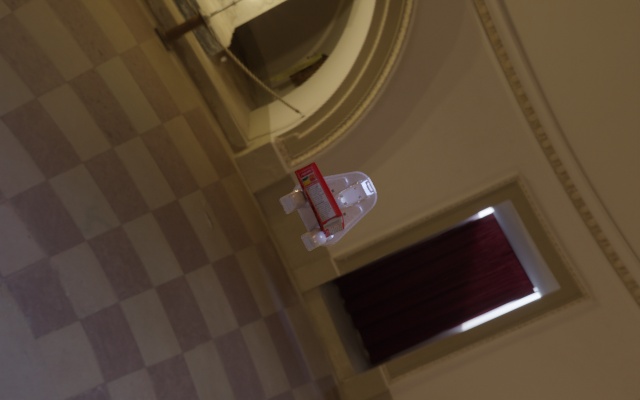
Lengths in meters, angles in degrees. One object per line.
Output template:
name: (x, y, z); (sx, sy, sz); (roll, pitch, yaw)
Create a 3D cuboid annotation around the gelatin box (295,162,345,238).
gelatin box: (0.000, 0.002, 0.585); (0.030, 0.073, 0.089); (-26, -14, -2)
